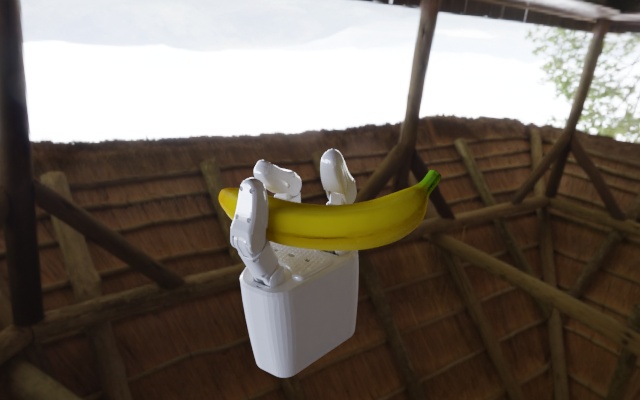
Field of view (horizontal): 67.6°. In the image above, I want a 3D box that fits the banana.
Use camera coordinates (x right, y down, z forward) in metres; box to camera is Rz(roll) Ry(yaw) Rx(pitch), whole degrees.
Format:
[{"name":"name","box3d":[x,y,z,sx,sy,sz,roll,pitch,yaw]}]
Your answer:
[{"name":"banana","box3d":[0.001,0.012,0.400,0.198,0.037,0.069,-3,36,12]}]
